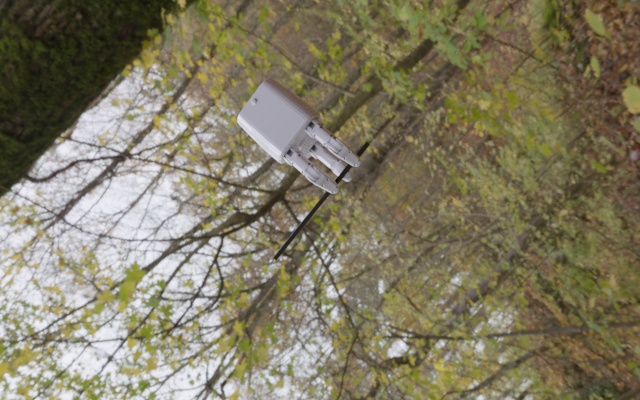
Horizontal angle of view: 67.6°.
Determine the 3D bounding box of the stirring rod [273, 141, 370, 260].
[{"bbox_3d":[0.000,0.002,0.765,0.011,0.239,0.011,38,8,-7],"label":"stirring rod"}]
